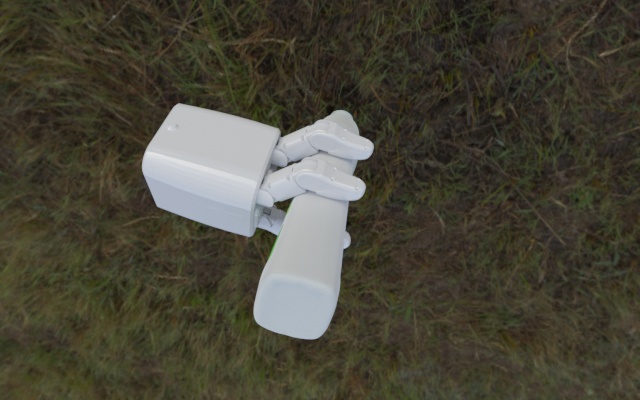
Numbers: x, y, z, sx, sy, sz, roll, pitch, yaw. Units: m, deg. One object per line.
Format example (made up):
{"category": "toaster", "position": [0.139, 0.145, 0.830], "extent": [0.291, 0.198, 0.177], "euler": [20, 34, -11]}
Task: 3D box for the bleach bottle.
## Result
{"category": "bleach bottle", "position": [0.000, 0.002, 0.480], "extent": [0.068, 0.250, 0.103], "euler": [15, -42, -1]}
